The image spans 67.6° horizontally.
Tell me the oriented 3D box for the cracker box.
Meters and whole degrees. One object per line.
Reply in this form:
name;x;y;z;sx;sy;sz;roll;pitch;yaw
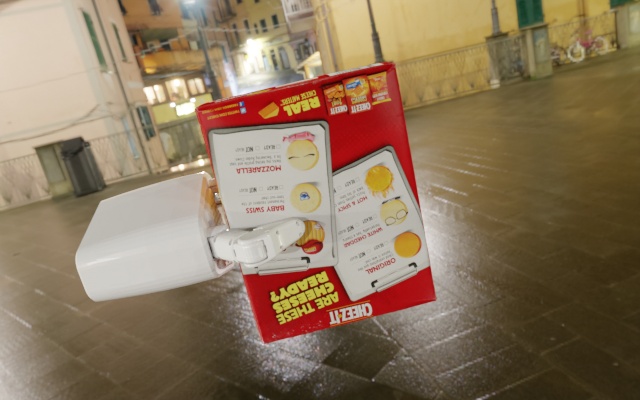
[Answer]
cracker box;0.000;0.001;0.428;0.164;0.214;0.072;-14;15;-1
